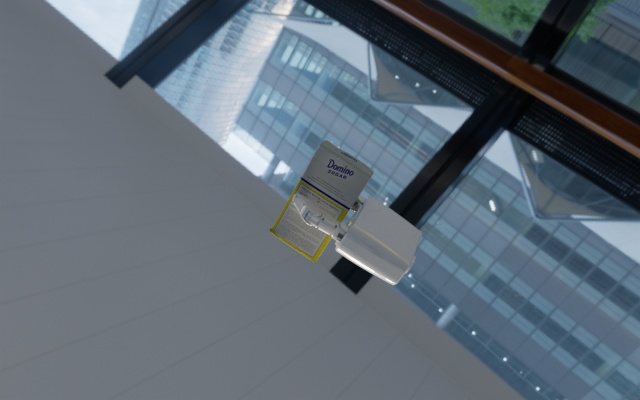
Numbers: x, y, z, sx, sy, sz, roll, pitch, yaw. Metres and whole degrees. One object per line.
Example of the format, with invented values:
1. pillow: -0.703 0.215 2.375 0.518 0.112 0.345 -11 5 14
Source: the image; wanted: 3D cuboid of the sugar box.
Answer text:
1. sugar box: 0.000 0.002 0.759 0.093 0.176 0.048 33 22 2
